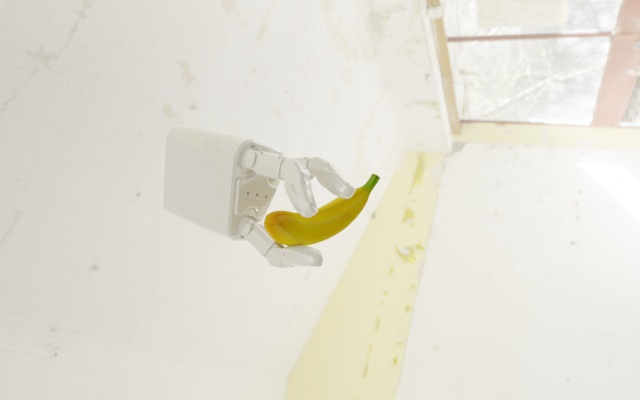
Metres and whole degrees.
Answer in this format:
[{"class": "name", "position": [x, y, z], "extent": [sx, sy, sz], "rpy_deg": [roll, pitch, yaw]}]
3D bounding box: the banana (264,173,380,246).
[{"class": "banana", "position": [-0.001, 0.017, 0.537], "extent": [0.037, 0.070, 0.197], "rpy_deg": [27, 30, 27]}]
